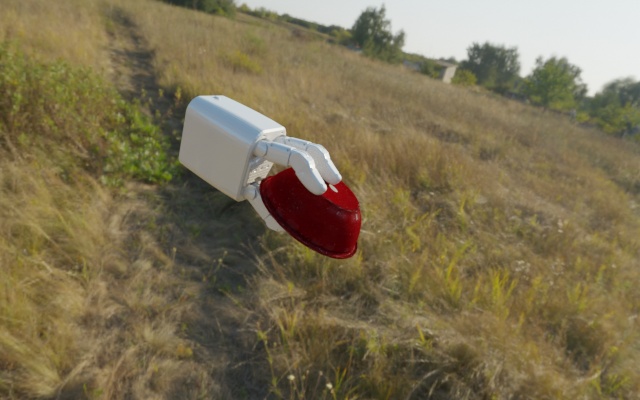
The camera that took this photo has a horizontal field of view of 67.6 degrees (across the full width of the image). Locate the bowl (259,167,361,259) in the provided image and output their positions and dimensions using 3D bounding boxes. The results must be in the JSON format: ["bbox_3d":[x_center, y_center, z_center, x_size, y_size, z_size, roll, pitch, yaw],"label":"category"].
[{"bbox_3d":[0.001,0.003,0.641,0.162,0.055,0.162,32,23,-16],"label":"bowl"}]
